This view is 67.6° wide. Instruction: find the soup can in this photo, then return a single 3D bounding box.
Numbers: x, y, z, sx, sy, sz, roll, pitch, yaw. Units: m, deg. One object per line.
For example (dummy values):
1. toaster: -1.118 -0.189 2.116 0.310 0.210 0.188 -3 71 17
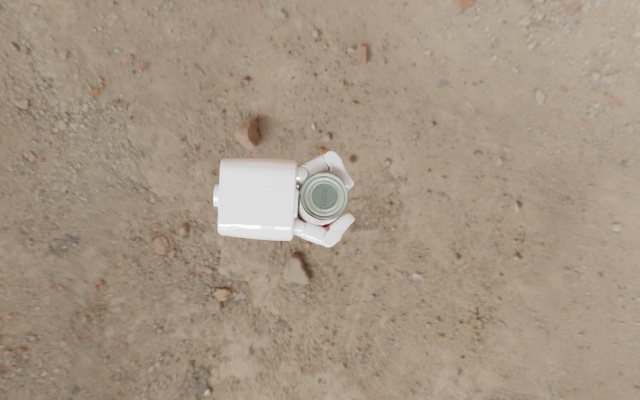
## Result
1. soup can: 0.001 0.002 0.688 0.068 0.068 0.102 0 -10 -6
